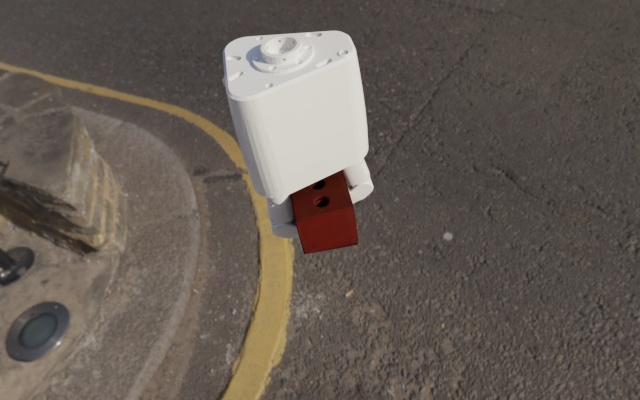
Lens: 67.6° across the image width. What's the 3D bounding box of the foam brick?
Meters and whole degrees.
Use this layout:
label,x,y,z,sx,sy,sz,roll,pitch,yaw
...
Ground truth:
label,x,y,z,sx,sy,sz,roll,pitch,yaw
foam brick,0.000,0.002,0.446,0.053,0.078,0.051,-13,-42,-2
